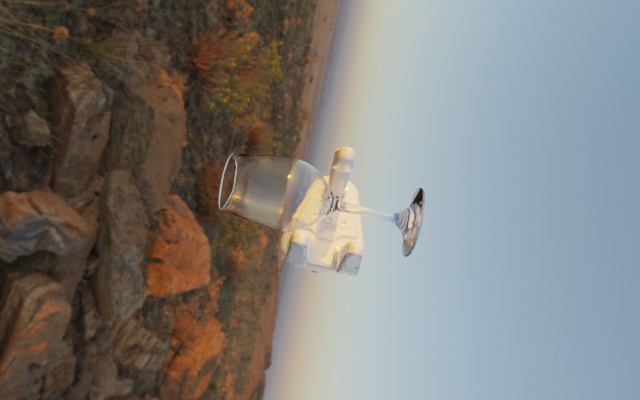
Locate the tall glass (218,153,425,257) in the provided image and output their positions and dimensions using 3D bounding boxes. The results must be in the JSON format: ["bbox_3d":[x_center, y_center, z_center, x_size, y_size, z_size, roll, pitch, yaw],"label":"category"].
[{"bbox_3d":[0.001,0.002,0.497,0.201,0.079,0.079,12,0,-1],"label":"tall glass"}]
